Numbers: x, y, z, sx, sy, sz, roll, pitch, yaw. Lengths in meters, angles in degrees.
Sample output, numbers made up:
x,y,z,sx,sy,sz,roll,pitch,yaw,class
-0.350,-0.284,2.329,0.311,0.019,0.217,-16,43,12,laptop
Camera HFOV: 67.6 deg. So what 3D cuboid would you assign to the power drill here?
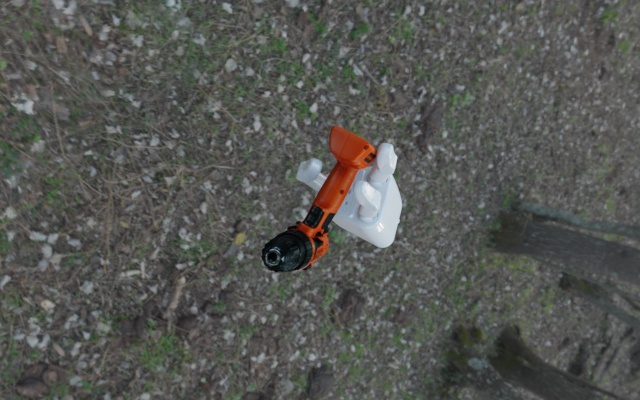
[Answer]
x,y,z,sx,sy,sz,roll,pitch,yaw,class
0.000,0.002,0.605,0.057,0.187,0.184,30,7,10,power drill
